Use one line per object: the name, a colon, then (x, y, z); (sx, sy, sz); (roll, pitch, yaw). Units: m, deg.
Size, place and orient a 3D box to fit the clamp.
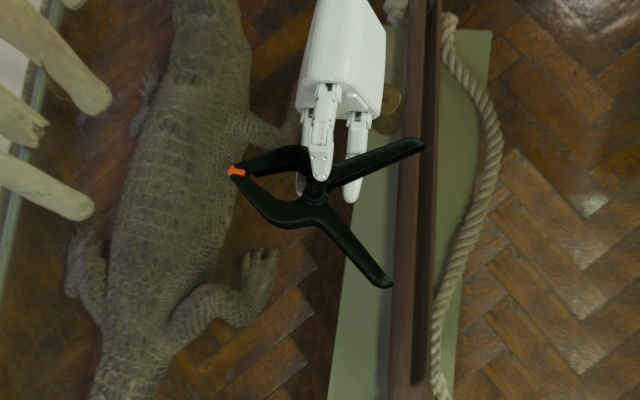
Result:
clamp: (-0.001, 0.001, 0.513); (0.210, 0.164, 0.036); (6, -13, 9)
